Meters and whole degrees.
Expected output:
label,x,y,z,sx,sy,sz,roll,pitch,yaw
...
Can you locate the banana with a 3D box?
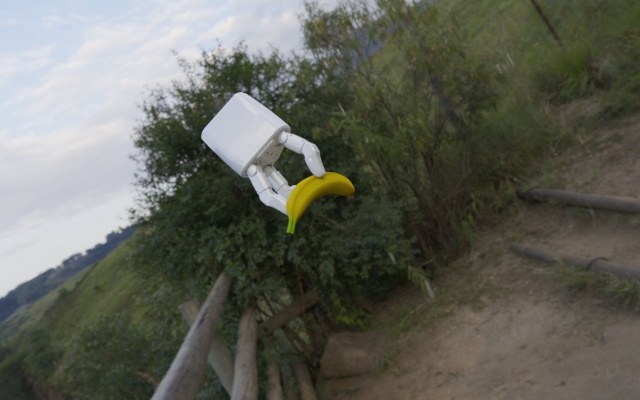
label,x,y,z,sx,sy,sz,roll,pitch,yaw
banana,-0.001,-0.013,0.808,0.037,0.070,0.197,19,31,31
